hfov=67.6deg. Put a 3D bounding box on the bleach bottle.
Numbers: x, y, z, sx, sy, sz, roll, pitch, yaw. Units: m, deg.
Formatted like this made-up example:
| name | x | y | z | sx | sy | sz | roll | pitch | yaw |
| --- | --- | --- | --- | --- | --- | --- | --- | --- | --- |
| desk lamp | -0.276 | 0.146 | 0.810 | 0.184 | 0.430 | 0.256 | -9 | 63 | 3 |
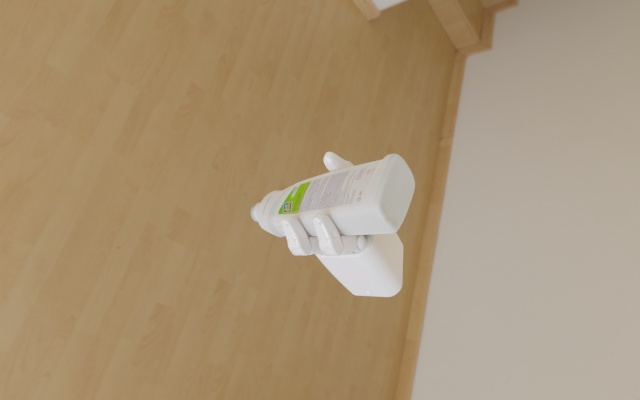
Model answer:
| name | x | y | z | sx | sy | sz | roll | pitch | yaw |
| --- | --- | --- | --- | --- | --- | --- | --- | --- | --- |
| bleach bottle | 0.000 | 0.002 | 0.669 | 0.251 | 0.102 | 0.068 | -6 | -45 | 40 |
